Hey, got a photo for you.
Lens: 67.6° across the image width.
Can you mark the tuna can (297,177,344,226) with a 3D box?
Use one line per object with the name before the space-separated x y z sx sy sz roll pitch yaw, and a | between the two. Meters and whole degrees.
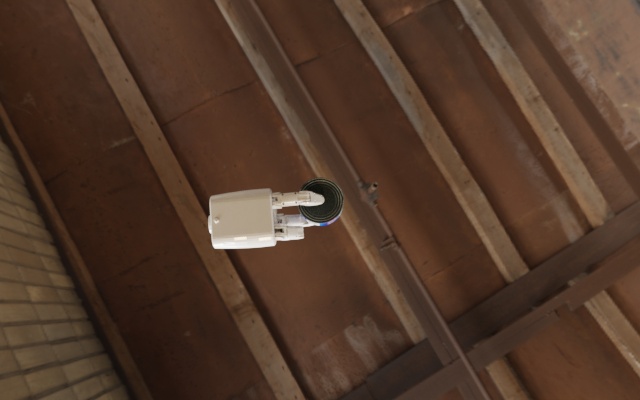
tuna can | 0.000 0.003 0.879 0.086 0.086 0.034 0 -12 1
